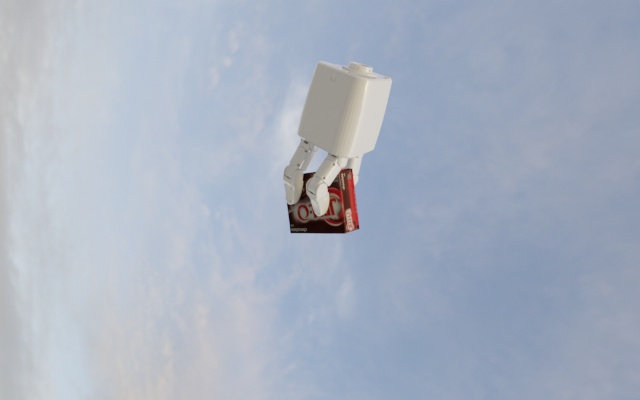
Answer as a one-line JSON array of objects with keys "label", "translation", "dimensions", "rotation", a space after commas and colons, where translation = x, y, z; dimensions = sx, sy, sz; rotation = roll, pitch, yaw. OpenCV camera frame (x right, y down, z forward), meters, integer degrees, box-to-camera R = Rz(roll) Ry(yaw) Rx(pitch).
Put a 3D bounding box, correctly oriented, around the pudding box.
[{"label": "pudding box", "translation": [0.000, 0.002, 0.700], "dimensions": [0.113, 0.090, 0.039], "rotation": [-3, 5, 44]}]
